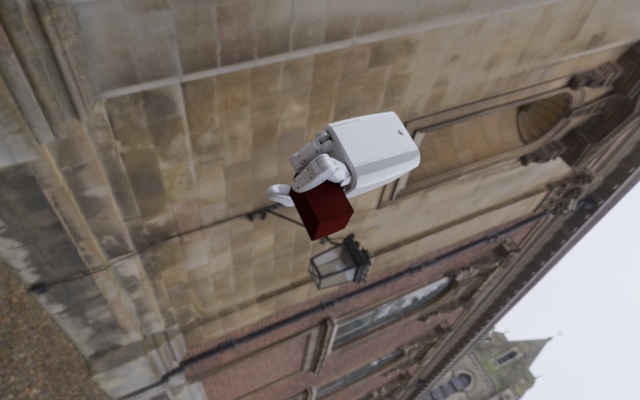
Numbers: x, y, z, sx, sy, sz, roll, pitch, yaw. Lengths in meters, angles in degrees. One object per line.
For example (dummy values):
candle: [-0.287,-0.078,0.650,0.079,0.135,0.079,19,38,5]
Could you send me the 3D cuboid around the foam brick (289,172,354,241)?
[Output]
foam brick: [0.000,0.002,0.620,0.051,0.078,0.053,-16,-24,-23]
